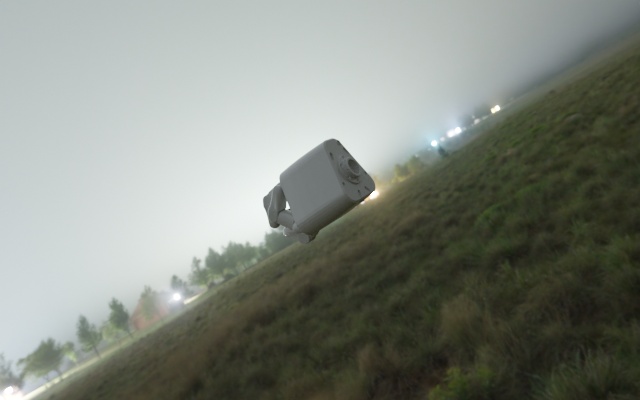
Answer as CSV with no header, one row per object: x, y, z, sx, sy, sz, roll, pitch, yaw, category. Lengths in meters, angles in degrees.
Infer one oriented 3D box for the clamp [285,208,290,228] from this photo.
0.000,0.002,0.842,0.120,0.039,0.171,-40,-7,34,clamp
